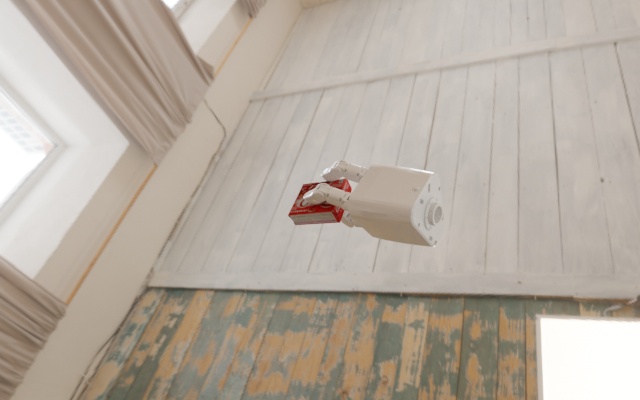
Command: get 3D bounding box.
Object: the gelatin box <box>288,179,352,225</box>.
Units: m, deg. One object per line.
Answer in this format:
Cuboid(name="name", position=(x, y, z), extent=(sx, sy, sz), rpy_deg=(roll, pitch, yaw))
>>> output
Cuboid(name="gelatin box", position=(0.000, 0.003, 0.781), extent=(0.089, 0.073, 0.030), rpy_deg=(-6, -47, 33))
